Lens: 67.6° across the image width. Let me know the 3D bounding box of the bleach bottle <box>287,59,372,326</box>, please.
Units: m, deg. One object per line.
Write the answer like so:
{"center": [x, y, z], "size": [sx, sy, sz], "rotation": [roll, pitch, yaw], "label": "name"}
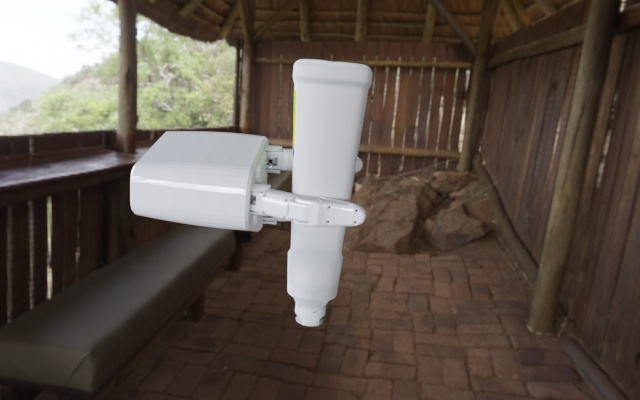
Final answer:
{"center": [0.000, 0.001, 0.451], "size": [0.068, 0.251, 0.102], "rotation": [5, 12, 0], "label": "bleach bottle"}
